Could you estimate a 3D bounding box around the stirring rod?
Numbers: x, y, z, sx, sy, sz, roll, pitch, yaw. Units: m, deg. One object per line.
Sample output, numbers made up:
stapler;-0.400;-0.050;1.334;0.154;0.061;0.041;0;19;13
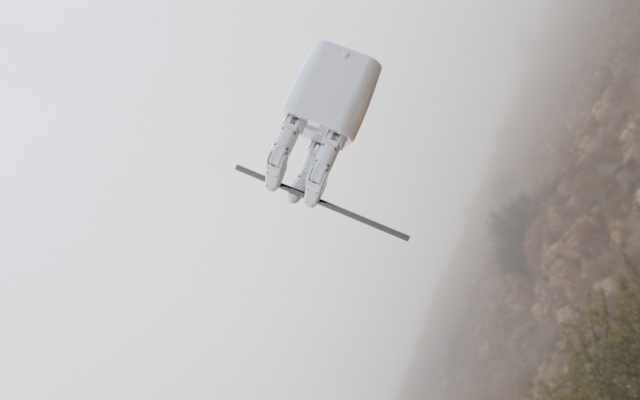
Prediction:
stirring rod;0.000;0.002;0.609;0.239;0.011;0.011;23;3;8
